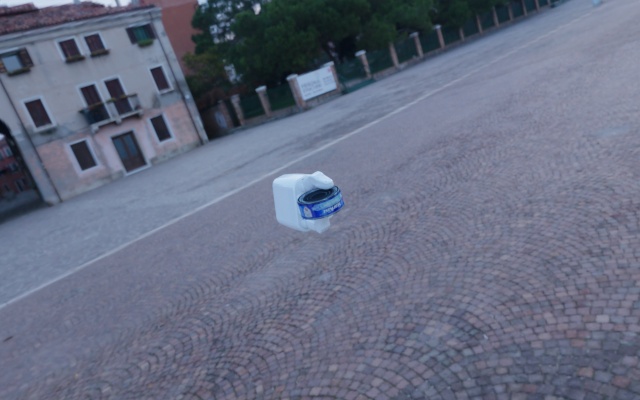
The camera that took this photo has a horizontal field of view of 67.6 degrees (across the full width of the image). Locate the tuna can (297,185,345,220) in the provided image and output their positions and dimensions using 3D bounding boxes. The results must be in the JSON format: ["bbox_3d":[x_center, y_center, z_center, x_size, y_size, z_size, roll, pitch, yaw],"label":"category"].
[{"bbox_3d":[0.000,0.002,0.894,0.086,0.034,0.086,-15,19,5],"label":"tuna can"}]
